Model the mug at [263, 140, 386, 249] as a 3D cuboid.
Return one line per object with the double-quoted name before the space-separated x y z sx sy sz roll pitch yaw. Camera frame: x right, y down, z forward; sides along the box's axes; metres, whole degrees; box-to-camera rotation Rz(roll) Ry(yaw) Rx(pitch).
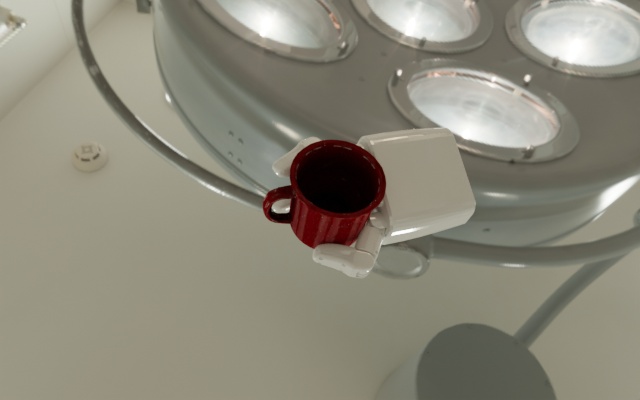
"mug" -0.001 0.002 0.480 0.117 0.093 0.082 -10 -31 -16
